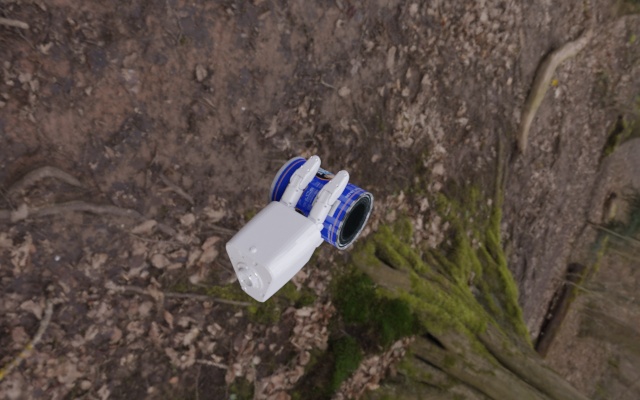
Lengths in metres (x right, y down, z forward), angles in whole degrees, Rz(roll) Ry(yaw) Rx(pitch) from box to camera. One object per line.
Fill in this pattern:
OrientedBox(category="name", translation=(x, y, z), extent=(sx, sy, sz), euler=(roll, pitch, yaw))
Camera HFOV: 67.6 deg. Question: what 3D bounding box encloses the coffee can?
OrientedBox(category="coffee can", translation=(0.000, 0.002, 0.785), extent=(0.140, 0.103, 0.103), euler=(29, 12, 24))
